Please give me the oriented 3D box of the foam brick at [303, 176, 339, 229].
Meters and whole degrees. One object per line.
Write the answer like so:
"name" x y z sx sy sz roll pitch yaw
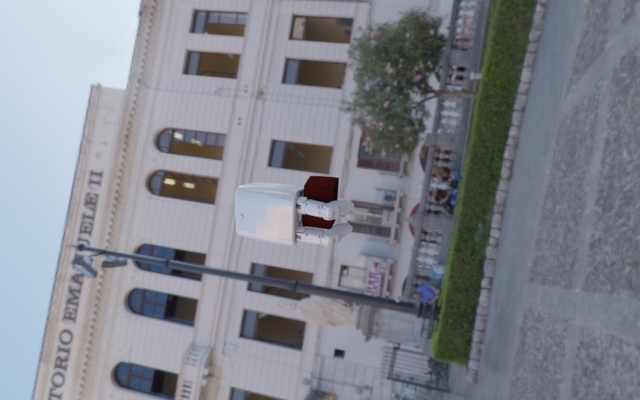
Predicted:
"foam brick" 0.000 0.002 0.813 0.051 0.078 0.053 8 24 10
